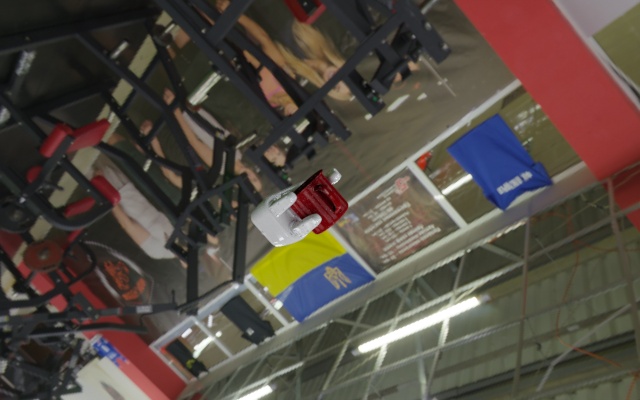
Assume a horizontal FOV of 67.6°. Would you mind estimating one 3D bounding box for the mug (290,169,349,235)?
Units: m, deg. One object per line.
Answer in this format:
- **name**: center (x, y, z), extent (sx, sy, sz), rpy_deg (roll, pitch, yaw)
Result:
- **mug**: center (0.001, 0.003, 0.829), extent (0.093, 0.081, 0.117), rpy_deg (-46, 9, -26)
